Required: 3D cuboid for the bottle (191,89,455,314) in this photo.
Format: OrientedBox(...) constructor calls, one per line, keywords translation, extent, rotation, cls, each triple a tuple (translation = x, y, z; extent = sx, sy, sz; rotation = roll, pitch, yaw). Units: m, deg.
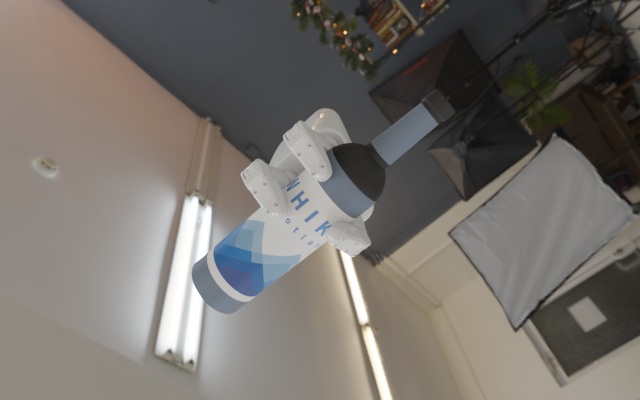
OrientedBox(translation=(0.000, 0.002, 0.458), extent=(0.296, 0.069, 0.069), rotation=(-39, -13, 16), cls="bottle")
